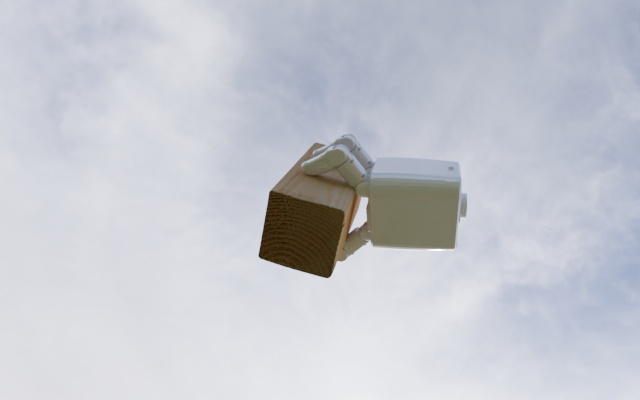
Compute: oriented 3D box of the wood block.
[{"bbox_3d":[0.000,0.002,0.622,0.090,0.091,0.206,15,24,8],"label":"wood block"}]
